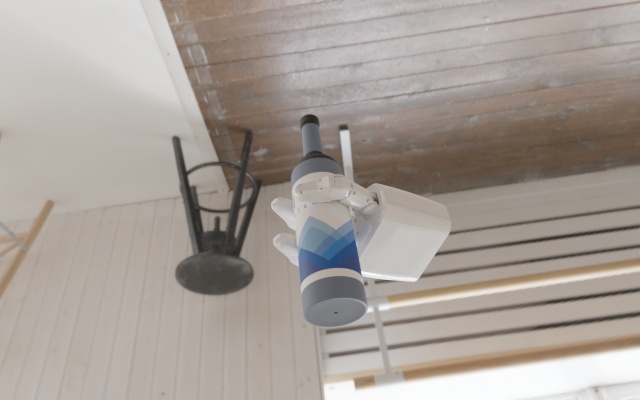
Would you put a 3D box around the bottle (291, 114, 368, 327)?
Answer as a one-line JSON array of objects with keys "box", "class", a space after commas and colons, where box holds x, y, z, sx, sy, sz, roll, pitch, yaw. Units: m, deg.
[{"box": [0.000, 0.002, 0.578, 0.069, 0.295, 0.069, -5, -39, -4], "class": "bottle"}]
